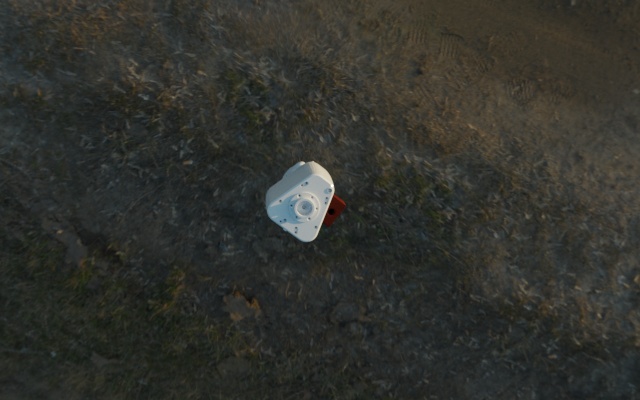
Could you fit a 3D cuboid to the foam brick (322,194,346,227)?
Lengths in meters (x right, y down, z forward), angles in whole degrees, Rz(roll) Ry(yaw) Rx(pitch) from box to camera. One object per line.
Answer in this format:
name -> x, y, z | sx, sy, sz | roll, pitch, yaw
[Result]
foam brick -> 0.000, 0.003, 0.885 | 0.078, 0.053, 0.051 | 37, 6, -13
